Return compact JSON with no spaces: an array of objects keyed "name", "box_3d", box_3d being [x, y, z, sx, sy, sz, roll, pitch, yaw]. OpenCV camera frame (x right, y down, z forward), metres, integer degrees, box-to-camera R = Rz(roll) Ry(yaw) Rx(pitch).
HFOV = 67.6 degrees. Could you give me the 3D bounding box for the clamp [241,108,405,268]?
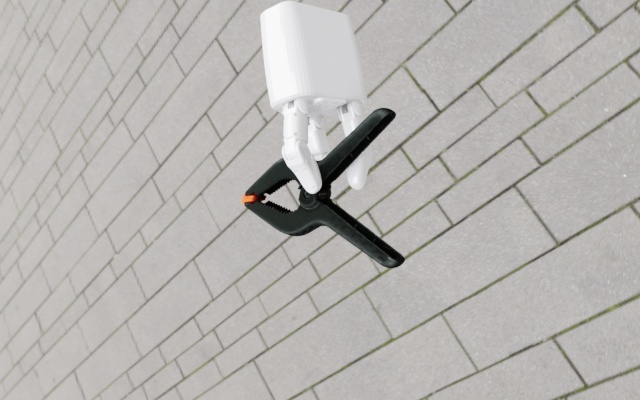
[{"name":"clamp","box_3d":[-0.001,0.002,0.536,0.210,0.164,0.036,-12,-7,32]}]
